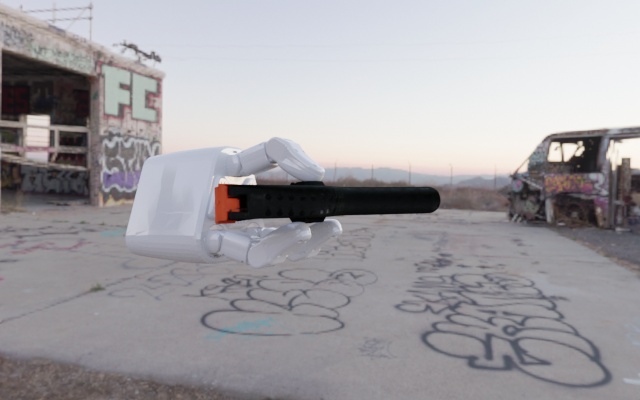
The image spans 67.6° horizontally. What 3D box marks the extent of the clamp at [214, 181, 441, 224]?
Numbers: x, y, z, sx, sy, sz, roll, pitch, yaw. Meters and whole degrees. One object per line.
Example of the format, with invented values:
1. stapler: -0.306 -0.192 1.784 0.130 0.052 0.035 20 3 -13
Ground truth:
1. clamp: 0.000 0.001 0.413 0.164 0.036 0.210 -3 -2 30
